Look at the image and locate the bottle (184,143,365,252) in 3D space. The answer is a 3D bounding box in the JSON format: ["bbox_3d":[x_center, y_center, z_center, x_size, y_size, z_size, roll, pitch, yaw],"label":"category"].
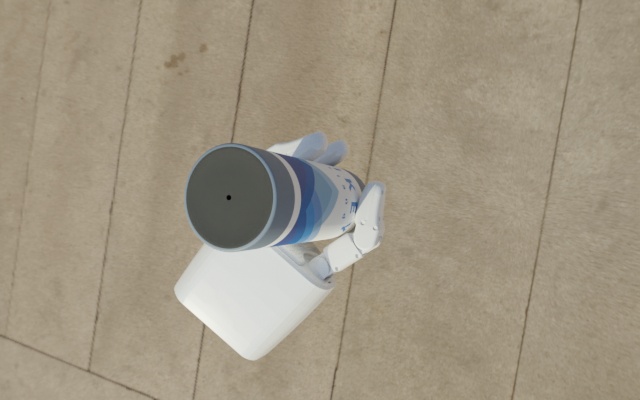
[{"bbox_3d":[0.000,0.001,0.424,0.069,0.069,0.296,0,-1,22],"label":"bottle"}]
